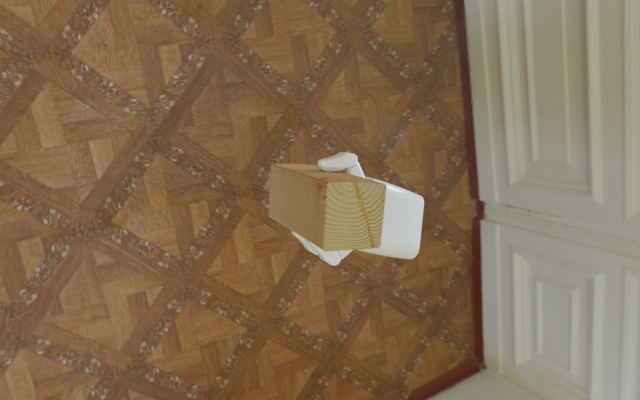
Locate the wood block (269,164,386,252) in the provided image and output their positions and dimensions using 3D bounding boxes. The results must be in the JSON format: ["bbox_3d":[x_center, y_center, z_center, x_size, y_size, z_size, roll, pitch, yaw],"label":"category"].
[{"bbox_3d":[0.001,0.002,0.705,0.090,0.091,0.206,0,10,-26],"label":"wood block"}]
